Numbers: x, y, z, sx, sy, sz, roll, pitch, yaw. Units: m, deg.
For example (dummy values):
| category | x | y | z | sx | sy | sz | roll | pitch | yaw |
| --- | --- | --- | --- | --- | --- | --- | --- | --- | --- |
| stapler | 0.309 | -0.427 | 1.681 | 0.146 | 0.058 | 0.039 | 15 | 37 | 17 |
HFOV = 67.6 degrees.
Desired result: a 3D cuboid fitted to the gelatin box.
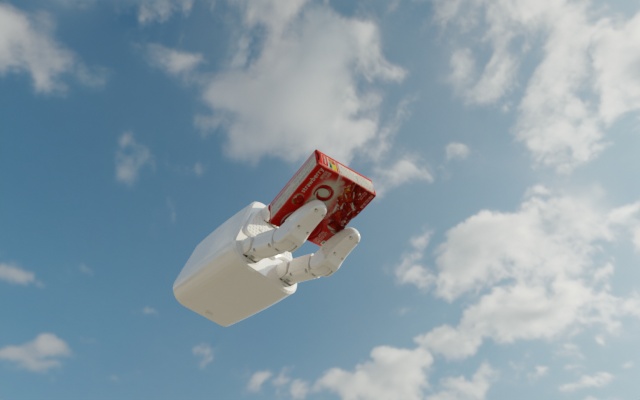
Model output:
| category | x | y | z | sx | sy | sz | roll | pitch | yaw |
| --- | --- | --- | --- | --- | --- | --- | --- | --- | --- |
| gelatin box | 0.000 | 0.001 | 0.487 | 0.073 | 0.089 | 0.030 | 27 | 30 | -26 |
